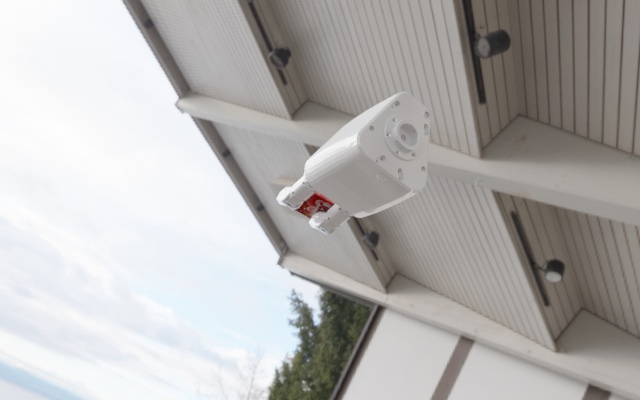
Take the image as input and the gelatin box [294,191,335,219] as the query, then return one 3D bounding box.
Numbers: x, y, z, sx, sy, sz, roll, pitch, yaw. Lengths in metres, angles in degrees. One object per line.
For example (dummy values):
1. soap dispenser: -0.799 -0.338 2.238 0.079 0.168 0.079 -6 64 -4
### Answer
1. gelatin box: 0.000 0.002 0.639 0.073 0.030 0.089 29 -22 -6
